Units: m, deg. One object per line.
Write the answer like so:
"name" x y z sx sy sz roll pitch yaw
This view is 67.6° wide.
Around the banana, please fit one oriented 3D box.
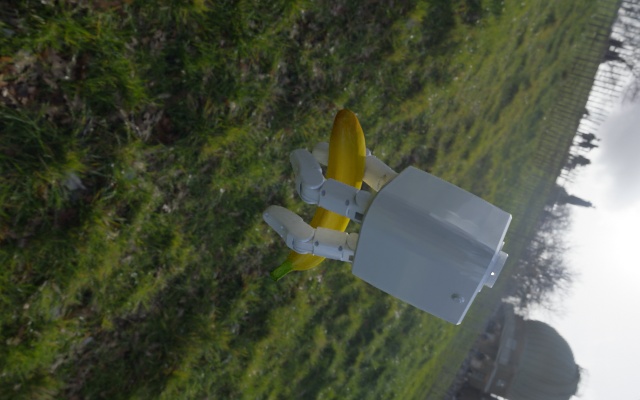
"banana" 0.010 0.001 0.481 0.037 0.198 0.069 34 27 25
